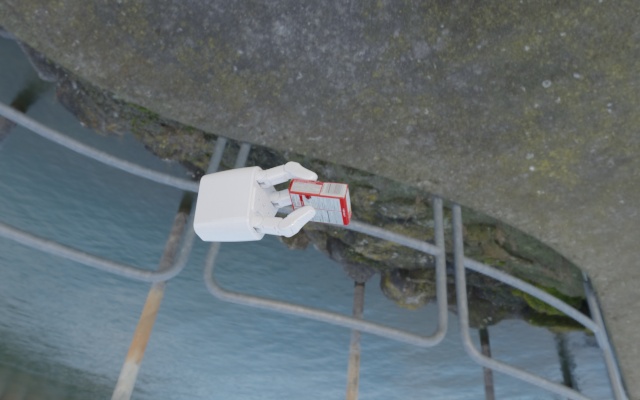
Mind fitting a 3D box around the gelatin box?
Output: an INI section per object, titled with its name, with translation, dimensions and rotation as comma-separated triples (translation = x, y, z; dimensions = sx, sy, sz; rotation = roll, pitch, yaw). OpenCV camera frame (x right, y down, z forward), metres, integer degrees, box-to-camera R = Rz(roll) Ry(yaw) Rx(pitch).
[gelatin box]
translation = 0.000, 0.003, 0.734
dimensions = 0.089, 0.030, 0.073
rotation = 7, -36, 14
